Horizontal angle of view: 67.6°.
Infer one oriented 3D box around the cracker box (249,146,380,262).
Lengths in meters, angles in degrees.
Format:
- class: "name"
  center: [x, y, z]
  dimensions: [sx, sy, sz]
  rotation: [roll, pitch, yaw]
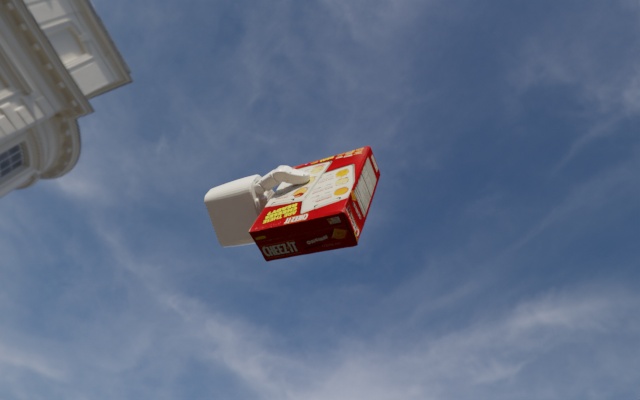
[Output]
- class: "cracker box"
  center: [0.000, 0.002, 0.796]
  dimensions: [0.164, 0.072, 0.213]
  rotation: [-13, 27, 25]
